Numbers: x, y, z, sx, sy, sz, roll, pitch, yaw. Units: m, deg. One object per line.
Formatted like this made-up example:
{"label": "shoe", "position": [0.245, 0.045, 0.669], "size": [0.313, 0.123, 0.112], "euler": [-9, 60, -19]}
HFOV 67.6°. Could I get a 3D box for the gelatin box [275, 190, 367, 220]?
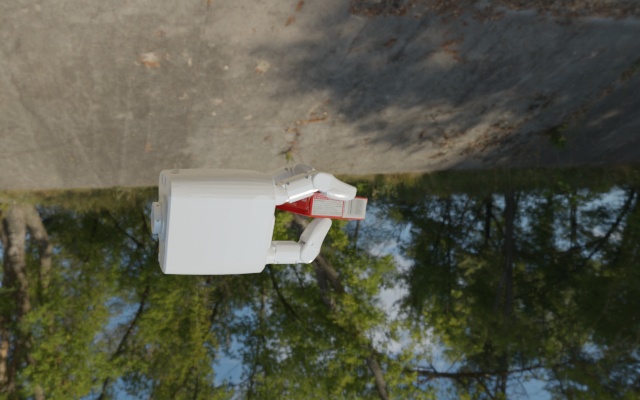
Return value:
{"label": "gelatin box", "position": [0.000, 0.002, 0.580], "size": [0.089, 0.030, 0.073], "euler": [5, 5, -38]}
